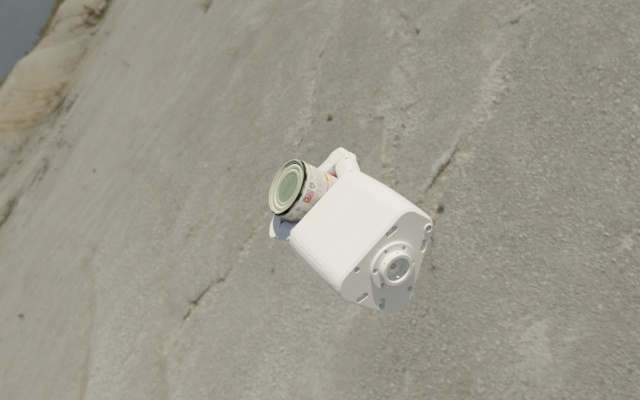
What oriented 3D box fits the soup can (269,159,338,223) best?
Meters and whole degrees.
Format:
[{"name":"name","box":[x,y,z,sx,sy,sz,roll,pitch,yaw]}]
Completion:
[{"name":"soup can","box":[0.000,0.001,0.549,0.102,0.068,0.068,24,-14,-33]}]
